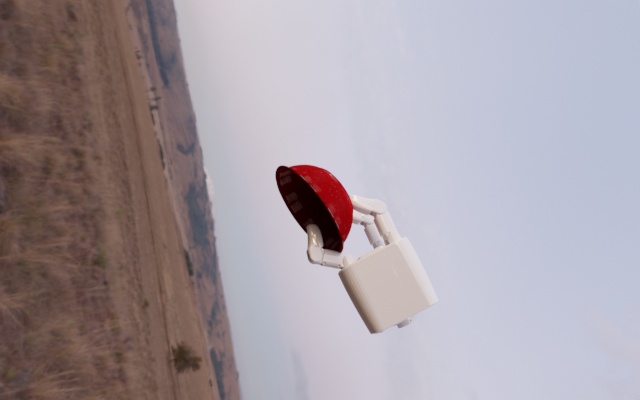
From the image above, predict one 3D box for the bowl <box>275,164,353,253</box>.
[{"bbox_3d":[0.000,0.001,0.732,0.055,0.162,0.162,-36,14,-20],"label":"bowl"}]
